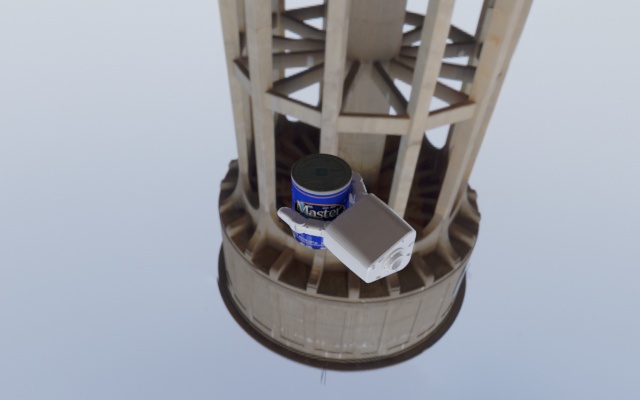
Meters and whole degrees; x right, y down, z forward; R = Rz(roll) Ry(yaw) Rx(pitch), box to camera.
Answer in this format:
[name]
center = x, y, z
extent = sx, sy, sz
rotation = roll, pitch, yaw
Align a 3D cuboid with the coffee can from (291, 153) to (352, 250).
[coffee can]
center = 0.000, 0.003, 0.845
extent = 0.103, 0.140, 0.102
rotation = 1, 43, -1
